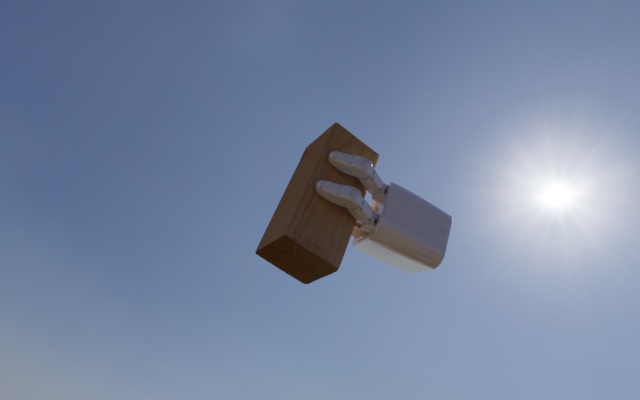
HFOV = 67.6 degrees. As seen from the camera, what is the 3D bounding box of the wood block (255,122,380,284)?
[{"bbox_3d":[0.000,0.002,0.685,0.090,0.206,0.091,35,-36,-16],"label":"wood block"}]
